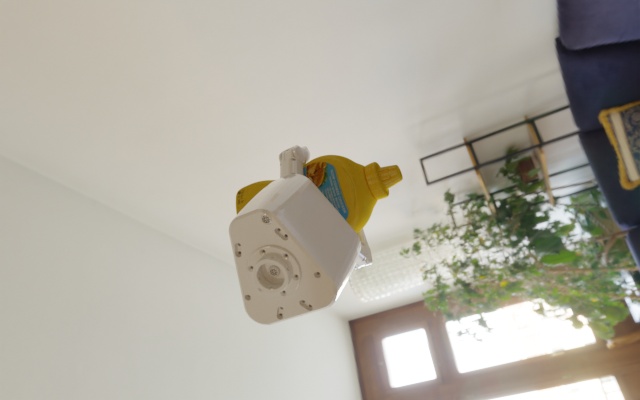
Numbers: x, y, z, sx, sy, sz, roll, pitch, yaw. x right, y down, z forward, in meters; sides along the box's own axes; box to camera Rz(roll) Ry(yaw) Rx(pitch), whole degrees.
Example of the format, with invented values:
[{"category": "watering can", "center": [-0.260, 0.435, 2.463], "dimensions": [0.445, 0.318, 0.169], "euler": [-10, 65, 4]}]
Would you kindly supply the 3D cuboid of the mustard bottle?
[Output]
[{"category": "mustard bottle", "center": [0.000, 0.002, 0.540], "dimensions": [0.191, 0.096, 0.058], "euler": [-21, -13, 20]}]
